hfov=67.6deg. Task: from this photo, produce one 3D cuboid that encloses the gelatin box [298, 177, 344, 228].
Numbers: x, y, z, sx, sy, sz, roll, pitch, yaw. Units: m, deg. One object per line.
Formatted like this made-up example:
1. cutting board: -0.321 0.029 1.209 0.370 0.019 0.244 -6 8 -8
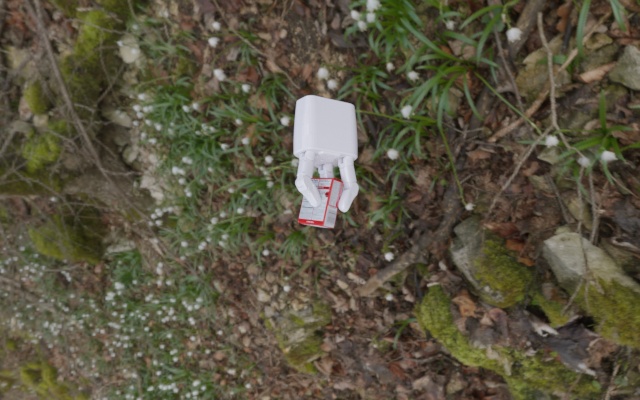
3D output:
1. gelatin box: 0.000 0.003 0.866 0.030 0.089 0.073 18 -9 -40
